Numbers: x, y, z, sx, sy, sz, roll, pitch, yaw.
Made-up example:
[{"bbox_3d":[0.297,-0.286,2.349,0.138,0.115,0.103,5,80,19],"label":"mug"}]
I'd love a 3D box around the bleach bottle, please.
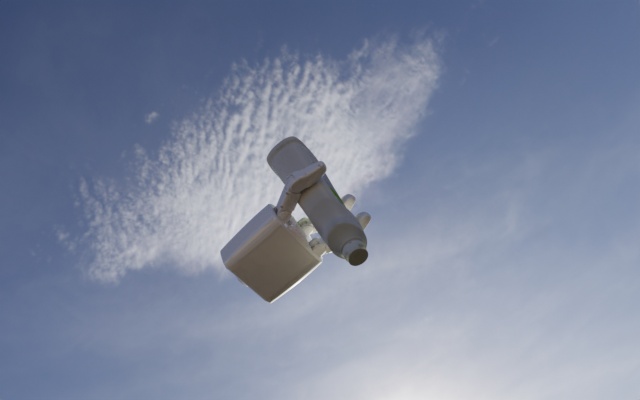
[{"bbox_3d":[0.000,0.002,0.700,0.103,0.068,0.250,45,7,-38],"label":"bleach bottle"}]
